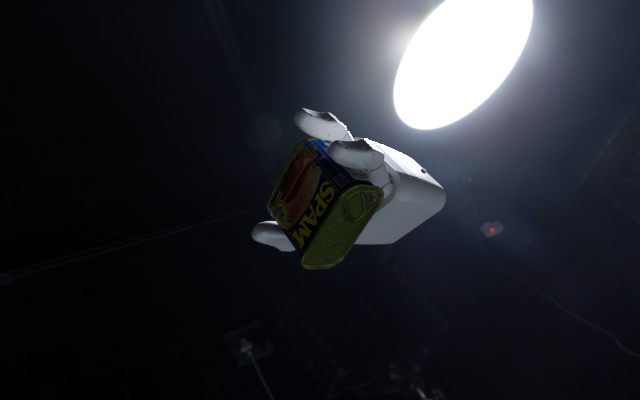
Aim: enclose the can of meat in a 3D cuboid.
[{"bbox_3d":[0.000,0.001,0.467,0.057,0.102,0.084,4,36,-44],"label":"can of meat"}]
